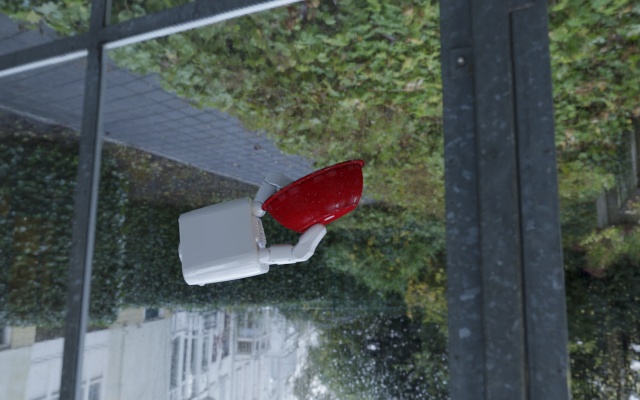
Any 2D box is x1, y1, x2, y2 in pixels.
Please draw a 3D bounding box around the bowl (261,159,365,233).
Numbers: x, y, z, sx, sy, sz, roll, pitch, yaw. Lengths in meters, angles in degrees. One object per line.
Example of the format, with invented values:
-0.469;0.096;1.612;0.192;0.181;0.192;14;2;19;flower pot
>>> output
0.001;0.002;0.677;0.162;0.055;0.162;-24;-9;-4;bowl
